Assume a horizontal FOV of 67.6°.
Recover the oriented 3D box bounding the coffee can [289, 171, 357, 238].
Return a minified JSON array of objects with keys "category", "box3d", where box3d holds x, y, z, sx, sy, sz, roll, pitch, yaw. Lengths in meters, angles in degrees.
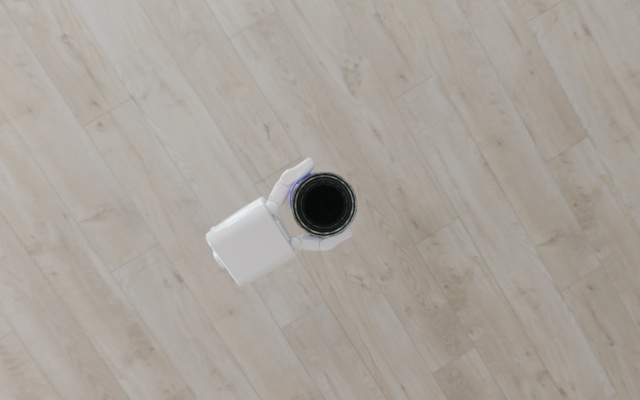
[{"category":"coffee can","box3d":[0.000,0.003,0.799,0.103,0.103,0.140,0,3,-5]}]
